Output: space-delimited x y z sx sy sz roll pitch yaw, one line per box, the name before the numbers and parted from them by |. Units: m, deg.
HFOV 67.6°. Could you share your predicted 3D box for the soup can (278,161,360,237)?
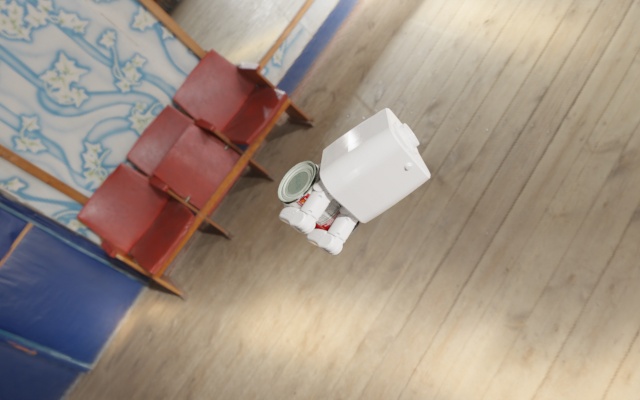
soup can | 0.000 0.002 0.645 0.068 0.068 0.102 0 -32 47
